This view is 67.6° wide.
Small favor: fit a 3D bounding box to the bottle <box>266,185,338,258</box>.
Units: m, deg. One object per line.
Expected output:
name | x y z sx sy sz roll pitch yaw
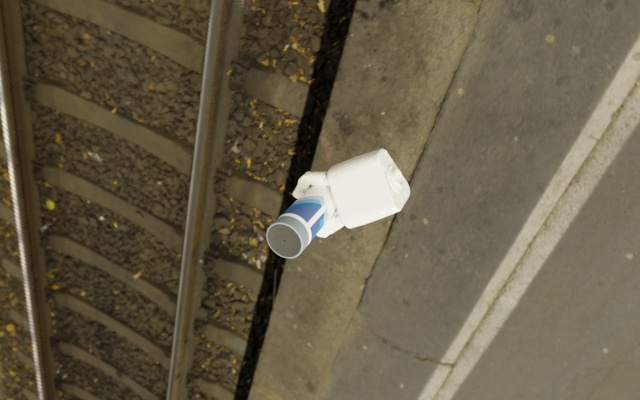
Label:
bottle | 0.000 0.003 0.888 0.069 0.069 0.295 0 25 26
